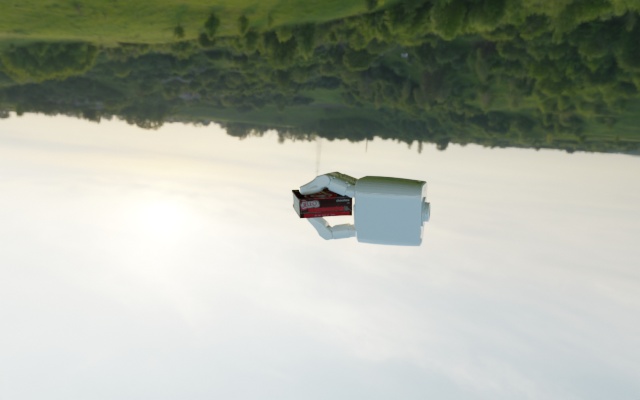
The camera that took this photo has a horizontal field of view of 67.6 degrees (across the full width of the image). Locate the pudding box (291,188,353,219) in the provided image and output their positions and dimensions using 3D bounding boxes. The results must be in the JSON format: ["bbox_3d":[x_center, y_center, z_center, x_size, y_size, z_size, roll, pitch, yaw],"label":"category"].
[{"bbox_3d":[0.000,0.003,0.826,0.090,0.039,0.113,-2,7,-10],"label":"pudding box"}]
